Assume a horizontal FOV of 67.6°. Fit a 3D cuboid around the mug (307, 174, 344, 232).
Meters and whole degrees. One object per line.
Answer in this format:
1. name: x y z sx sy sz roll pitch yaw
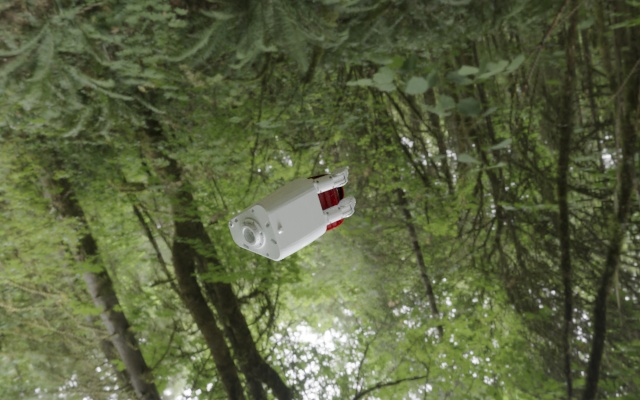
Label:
1. mug: 0.001 0.002 0.833 0.093 0.081 0.117 -2 19 43
